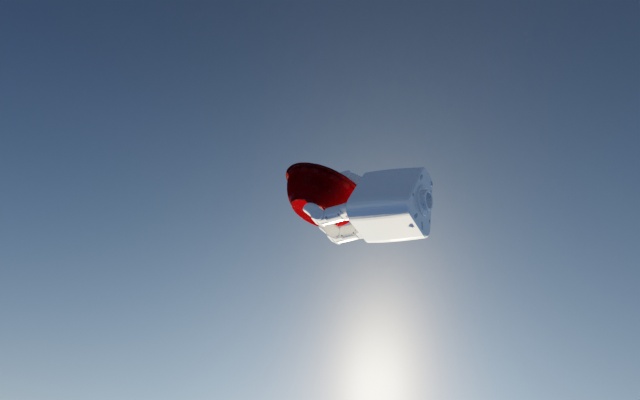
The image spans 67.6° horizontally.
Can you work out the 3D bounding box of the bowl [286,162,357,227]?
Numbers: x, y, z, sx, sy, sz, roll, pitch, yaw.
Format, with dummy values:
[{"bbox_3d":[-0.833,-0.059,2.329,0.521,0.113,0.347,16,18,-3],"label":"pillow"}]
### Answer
[{"bbox_3d":[-0.001,0.003,0.858,0.162,0.055,0.162,21,-26,11],"label":"bowl"}]
